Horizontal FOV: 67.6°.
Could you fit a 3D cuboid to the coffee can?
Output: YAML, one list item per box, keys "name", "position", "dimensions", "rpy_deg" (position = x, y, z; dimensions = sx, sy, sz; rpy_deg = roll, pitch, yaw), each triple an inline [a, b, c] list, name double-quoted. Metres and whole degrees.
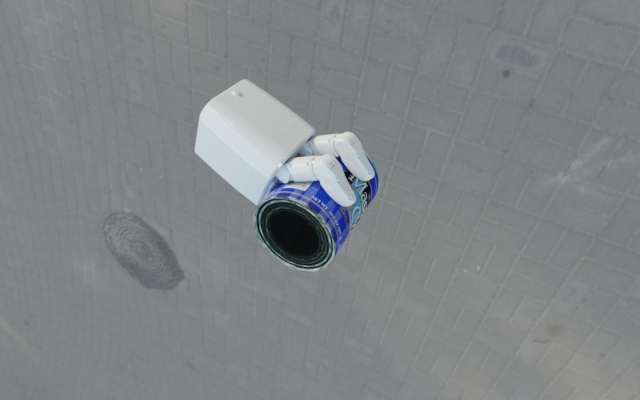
- name: "coffee can"
  position: [0.000, 0.002, 0.574]
  dimensions: [0.103, 0.103, 0.140]
  rpy_deg: [0, 32, 31]
